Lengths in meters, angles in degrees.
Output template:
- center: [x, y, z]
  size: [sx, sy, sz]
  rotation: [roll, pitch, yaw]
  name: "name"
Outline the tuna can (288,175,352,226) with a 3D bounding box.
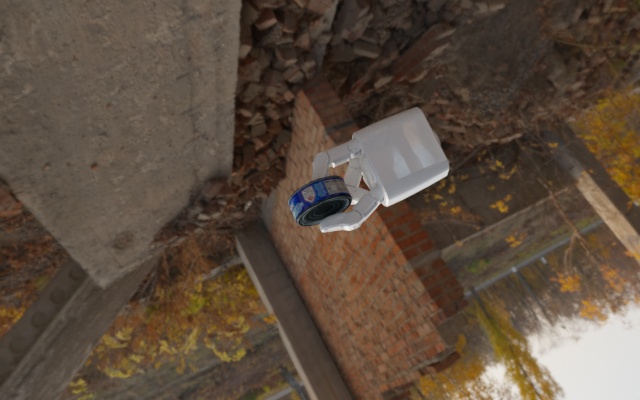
- center: [0.000, 0.003, 0.665]
  size: [0.086, 0.033, 0.086]
  rotation: [-21, -21, -8]
  name: "tuna can"
